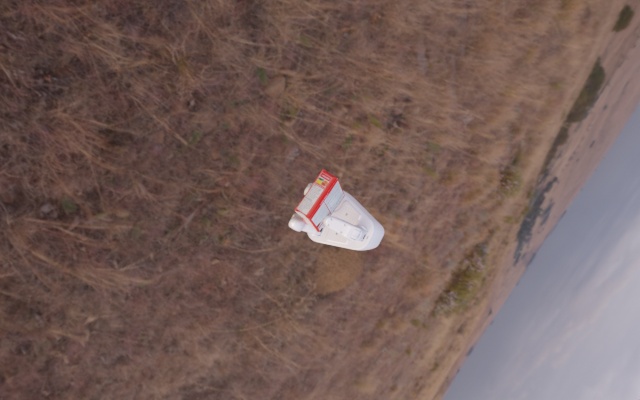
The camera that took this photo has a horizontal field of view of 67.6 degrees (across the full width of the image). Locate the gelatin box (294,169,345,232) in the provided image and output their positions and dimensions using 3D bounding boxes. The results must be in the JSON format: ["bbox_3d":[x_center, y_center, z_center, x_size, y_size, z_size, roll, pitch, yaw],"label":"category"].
[{"bbox_3d":[0.000,0.002,0.715,0.030,0.073,0.089,33,-8,17],"label":"gelatin box"}]
